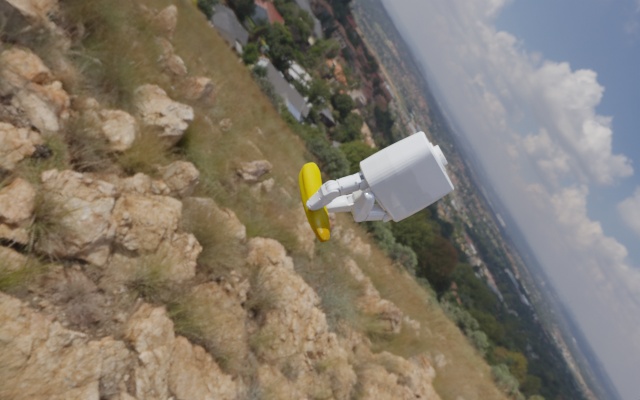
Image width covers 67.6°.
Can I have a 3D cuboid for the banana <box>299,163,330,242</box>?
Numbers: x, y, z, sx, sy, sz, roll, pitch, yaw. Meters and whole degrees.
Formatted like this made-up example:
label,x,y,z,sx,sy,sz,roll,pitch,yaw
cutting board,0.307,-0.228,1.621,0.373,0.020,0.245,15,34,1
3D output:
label,x,y,z,sx,sy,sz,roll,pitch,yaw
banana,-0.009,-0.012,0.803,0.037,0.070,0.197,-27,31,13
